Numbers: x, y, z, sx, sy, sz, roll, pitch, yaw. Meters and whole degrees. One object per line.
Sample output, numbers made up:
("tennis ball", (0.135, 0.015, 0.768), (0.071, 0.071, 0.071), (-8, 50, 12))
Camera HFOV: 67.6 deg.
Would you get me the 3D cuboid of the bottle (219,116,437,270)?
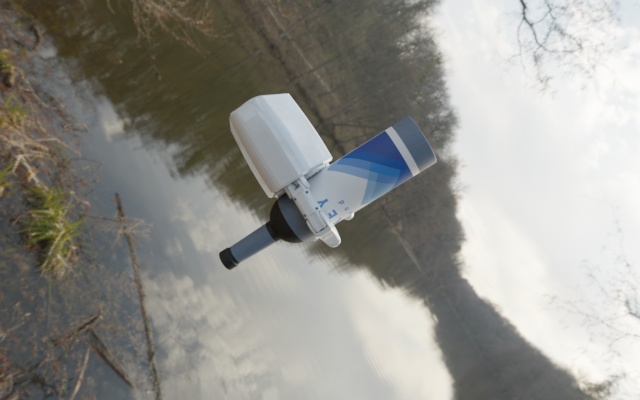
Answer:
("bottle", (0.000, 0.002, 0.601), (0.296, 0.069, 0.069), (-32, -5, 7))
